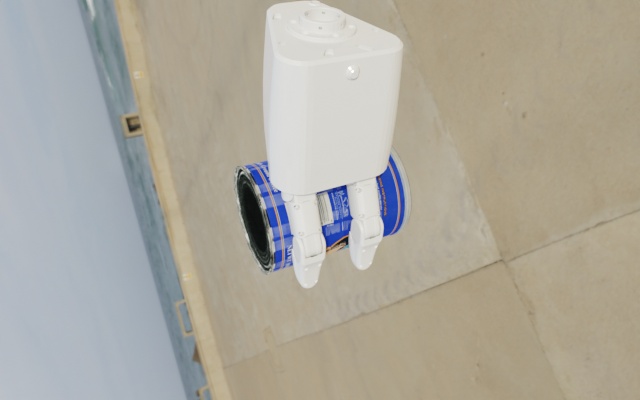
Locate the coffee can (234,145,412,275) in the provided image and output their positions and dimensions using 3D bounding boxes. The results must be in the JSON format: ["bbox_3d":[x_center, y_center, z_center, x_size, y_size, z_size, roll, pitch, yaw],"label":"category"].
[{"bbox_3d":[0.000,0.002,0.458,0.140,0.103,0.103,-15,5,-21],"label":"coffee can"}]
